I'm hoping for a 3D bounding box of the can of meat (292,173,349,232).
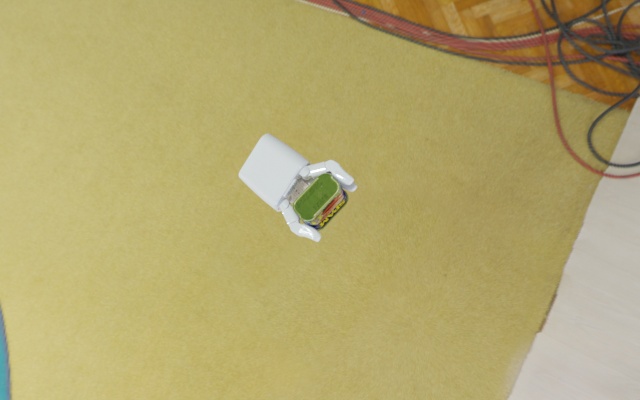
[{"bbox_3d":[0.000,0.003,0.898,0.057,0.102,0.084,43,-3,18],"label":"can of meat"}]
